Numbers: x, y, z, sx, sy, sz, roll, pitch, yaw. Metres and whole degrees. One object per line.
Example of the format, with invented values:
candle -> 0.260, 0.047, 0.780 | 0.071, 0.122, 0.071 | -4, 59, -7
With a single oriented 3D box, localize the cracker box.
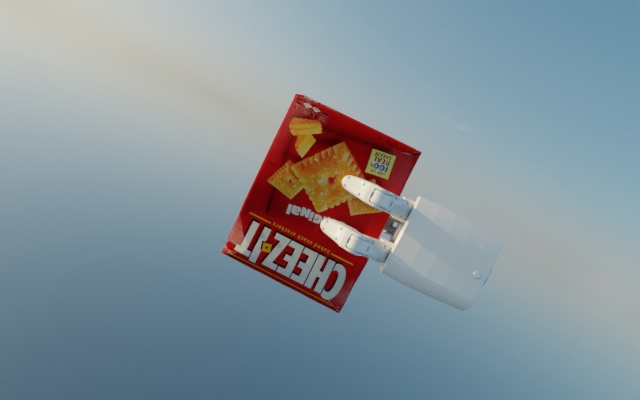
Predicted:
cracker box -> 0.000, 0.002, 0.582 | 0.164, 0.214, 0.072 | 27, 6, 4
